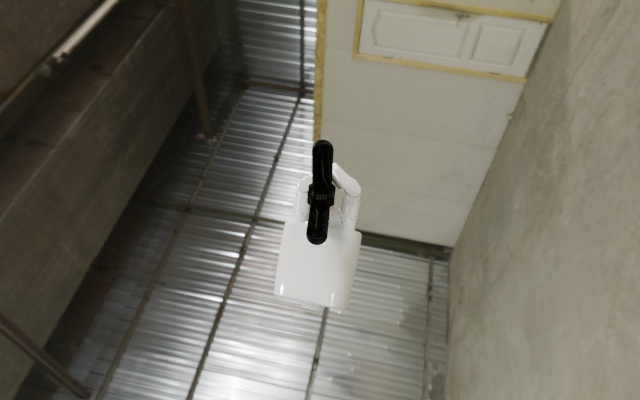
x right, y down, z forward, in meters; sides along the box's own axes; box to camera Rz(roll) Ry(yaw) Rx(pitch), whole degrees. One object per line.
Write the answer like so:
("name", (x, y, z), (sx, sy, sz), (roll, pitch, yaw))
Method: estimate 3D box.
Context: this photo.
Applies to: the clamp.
("clamp", (0.000, 0.002, 0.613), (0.039, 0.120, 0.171), (9, -10, 5))
